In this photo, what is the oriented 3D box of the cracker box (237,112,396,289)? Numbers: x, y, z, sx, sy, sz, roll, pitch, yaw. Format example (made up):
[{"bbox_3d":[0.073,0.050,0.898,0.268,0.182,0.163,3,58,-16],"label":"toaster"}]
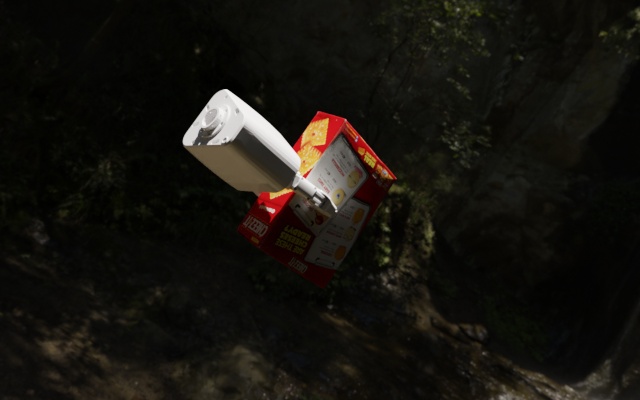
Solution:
[{"bbox_3d":[0.000,0.002,0.720,0.072,0.213,0.164,28,-10,46],"label":"cracker box"}]
